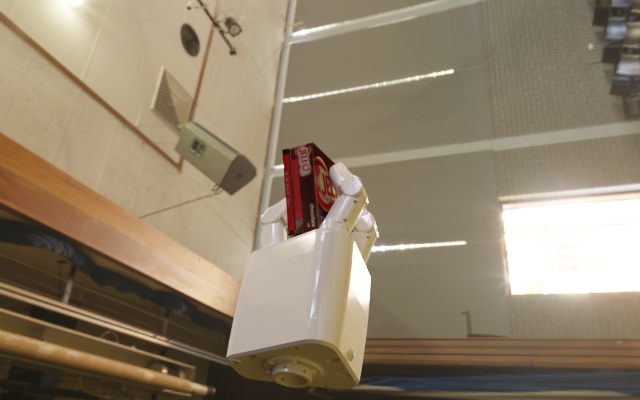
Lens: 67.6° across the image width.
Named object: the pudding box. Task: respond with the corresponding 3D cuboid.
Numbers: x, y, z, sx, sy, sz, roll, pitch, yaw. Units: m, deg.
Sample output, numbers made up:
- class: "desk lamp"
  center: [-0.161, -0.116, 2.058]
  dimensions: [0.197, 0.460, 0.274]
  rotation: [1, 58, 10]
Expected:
- class: "pudding box"
  center: [0.000, 0.002, 0.496]
  dimensions: [0.039, 0.090, 0.113]
  rotation: [-9, -16, 17]
